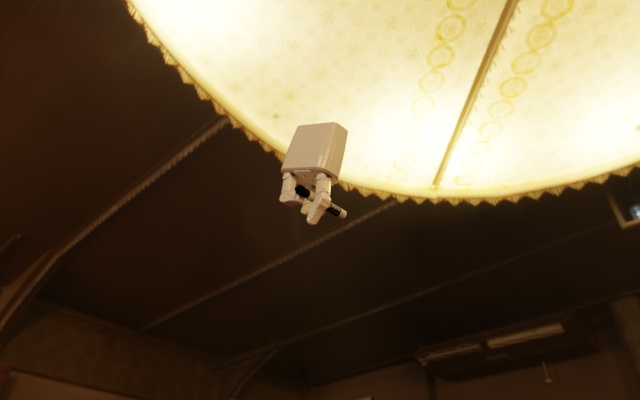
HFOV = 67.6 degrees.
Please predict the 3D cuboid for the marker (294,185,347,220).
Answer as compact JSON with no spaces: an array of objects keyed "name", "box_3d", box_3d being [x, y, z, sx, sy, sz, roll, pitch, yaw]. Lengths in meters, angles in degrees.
[{"name":"marker","box_3d":[0.000,0.003,0.877,0.121,0.020,0.020,31,-18,-33]}]
